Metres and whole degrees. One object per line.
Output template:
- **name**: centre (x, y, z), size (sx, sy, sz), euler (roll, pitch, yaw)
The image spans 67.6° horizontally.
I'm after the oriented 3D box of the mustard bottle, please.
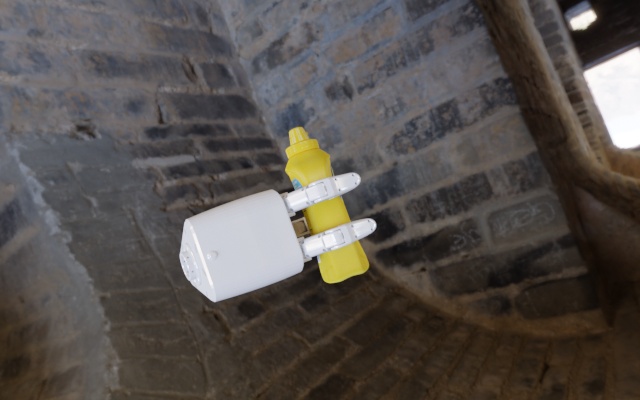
- **mustard bottle**: centre (0.000, 0.002, 0.587), size (0.058, 0.191, 0.096), euler (-20, -3, -5)
